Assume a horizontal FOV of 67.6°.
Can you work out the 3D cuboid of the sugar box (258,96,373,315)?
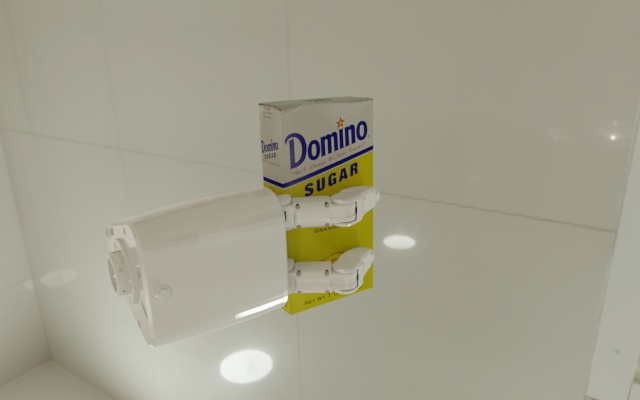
[{"bbox_3d":[0.000,0.002,0.416,0.093,0.176,0.048,-13,22,-31],"label":"sugar box"}]
